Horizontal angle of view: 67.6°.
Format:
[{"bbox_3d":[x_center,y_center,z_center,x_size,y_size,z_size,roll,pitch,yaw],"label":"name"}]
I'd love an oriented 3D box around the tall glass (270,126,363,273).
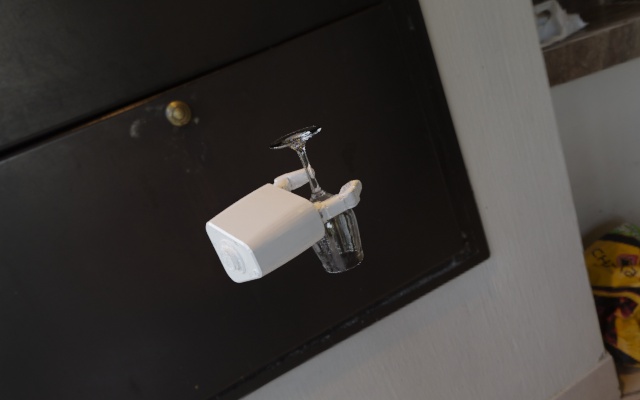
[{"bbox_3d":[0.000,0.002,0.673,0.079,0.201,0.079,-19,18,7],"label":"tall glass"}]
